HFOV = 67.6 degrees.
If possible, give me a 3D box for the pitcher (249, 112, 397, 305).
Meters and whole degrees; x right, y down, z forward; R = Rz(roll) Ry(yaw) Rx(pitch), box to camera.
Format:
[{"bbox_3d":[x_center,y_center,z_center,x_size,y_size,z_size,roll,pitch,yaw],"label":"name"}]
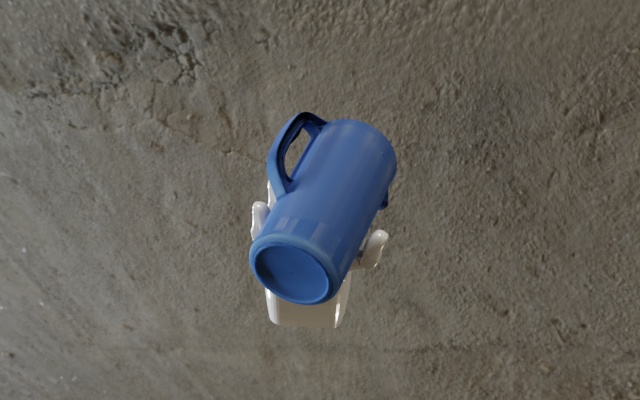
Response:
[{"bbox_3d":[0.000,0.002,0.601,0.149,0.145,0.242,15,41,13],"label":"pitcher"}]
